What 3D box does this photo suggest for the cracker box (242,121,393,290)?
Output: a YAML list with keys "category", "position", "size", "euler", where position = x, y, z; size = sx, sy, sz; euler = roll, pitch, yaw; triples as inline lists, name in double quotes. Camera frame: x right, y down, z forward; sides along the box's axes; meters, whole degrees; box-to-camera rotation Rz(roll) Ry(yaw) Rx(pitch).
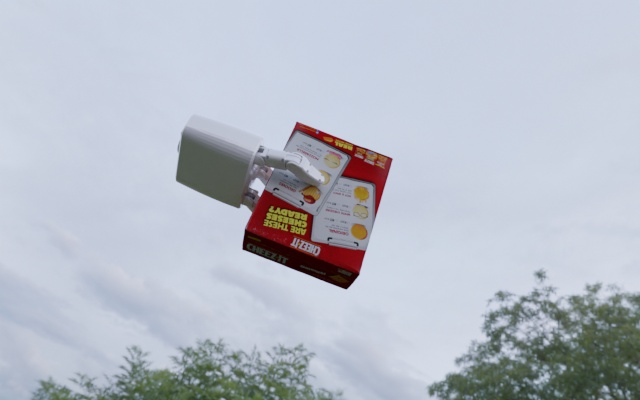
- category: "cracker box"
  position: [0.000, 0.002, 0.705]
  size: [0.164, 0.213, 0.072]
  euler: [21, -34, 0]
